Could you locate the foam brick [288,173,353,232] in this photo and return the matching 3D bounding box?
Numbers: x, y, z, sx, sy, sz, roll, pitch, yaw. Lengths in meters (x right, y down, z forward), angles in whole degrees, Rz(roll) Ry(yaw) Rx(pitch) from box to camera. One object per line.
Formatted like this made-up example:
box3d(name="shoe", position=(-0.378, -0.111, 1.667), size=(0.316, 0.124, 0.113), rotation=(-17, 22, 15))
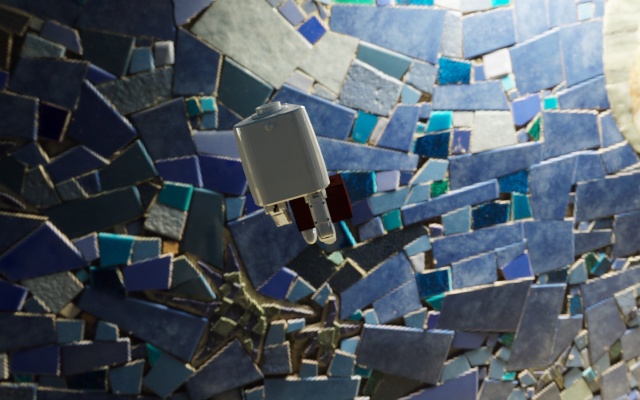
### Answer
box3d(name="foam brick", position=(0.000, 0.002, 0.651), size=(0.078, 0.051, 0.053), rotation=(-15, 18, 4))
